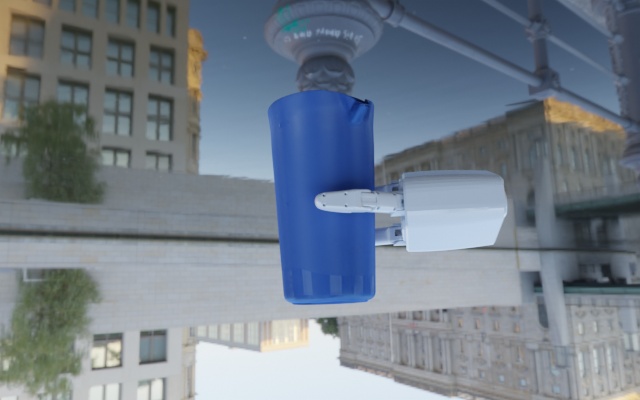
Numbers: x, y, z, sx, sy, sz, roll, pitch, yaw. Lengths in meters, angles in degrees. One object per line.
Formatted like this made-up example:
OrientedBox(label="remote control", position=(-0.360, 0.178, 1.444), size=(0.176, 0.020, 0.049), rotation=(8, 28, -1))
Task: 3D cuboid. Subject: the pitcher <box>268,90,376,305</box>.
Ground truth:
OrientedBox(label="pitcher", position=(0.000, 0.002, 0.586), size=(0.145, 0.242, 0.149), rotation=(-4, -10, 8))
